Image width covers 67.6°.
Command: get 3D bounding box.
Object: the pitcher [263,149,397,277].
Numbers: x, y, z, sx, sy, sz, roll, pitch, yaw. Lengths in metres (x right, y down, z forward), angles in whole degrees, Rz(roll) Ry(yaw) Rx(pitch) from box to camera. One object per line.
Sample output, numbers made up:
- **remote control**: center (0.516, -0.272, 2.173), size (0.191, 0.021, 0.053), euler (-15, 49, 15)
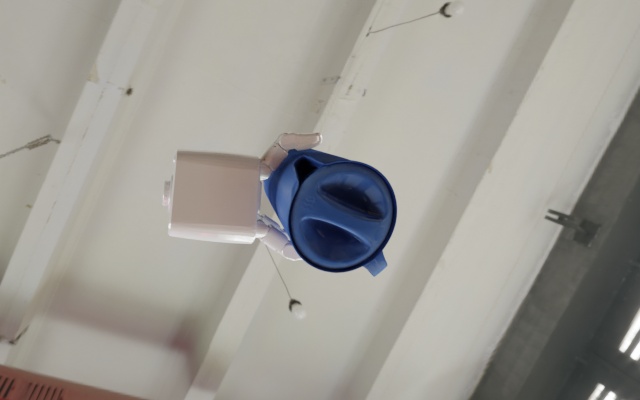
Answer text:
- **pitcher**: center (0.000, 0.002, 0.652), size (0.145, 0.149, 0.242), euler (4, 12, -18)
